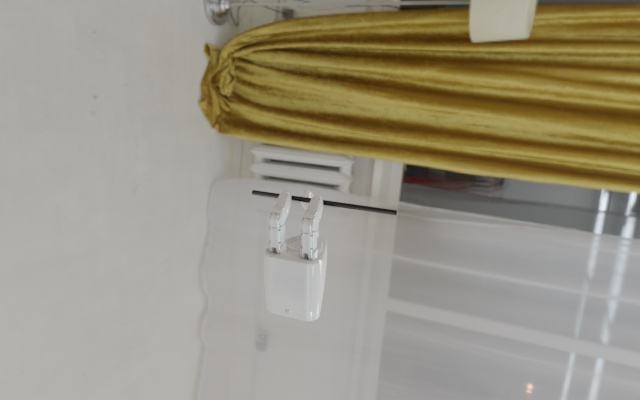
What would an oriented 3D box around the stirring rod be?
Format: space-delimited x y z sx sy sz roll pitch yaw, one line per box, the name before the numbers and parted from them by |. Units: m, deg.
stirring rod | 0.000 0.002 0.747 0.239 0.011 0.011 8 3 20
